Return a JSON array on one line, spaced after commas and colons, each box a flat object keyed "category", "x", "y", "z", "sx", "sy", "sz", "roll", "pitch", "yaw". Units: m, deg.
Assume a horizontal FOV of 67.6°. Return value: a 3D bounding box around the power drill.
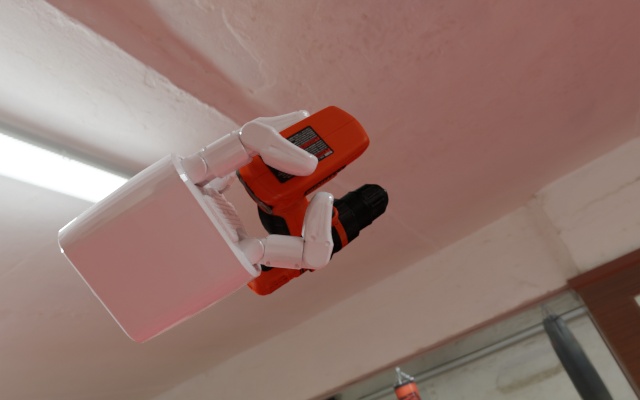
[{"category": "power drill", "x": 0.000, "y": 0.001, "z": 0.454, "sx": 0.184, "sy": 0.057, "sz": 0.188, "roll": -34, "pitch": -27, "yaw": -20}]
